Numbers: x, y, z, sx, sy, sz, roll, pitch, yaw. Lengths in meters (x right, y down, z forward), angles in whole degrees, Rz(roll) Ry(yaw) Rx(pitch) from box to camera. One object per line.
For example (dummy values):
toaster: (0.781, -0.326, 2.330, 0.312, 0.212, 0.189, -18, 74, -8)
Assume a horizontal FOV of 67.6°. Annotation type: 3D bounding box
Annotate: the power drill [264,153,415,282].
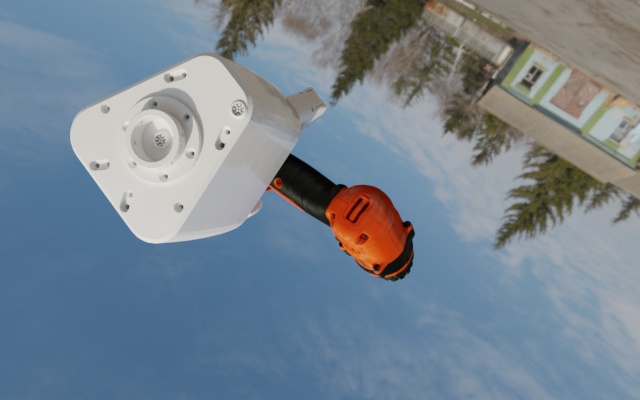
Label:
power drill: (0.000, 0.001, 0.431, 0.187, 0.057, 0.184, 32, -9, 24)
